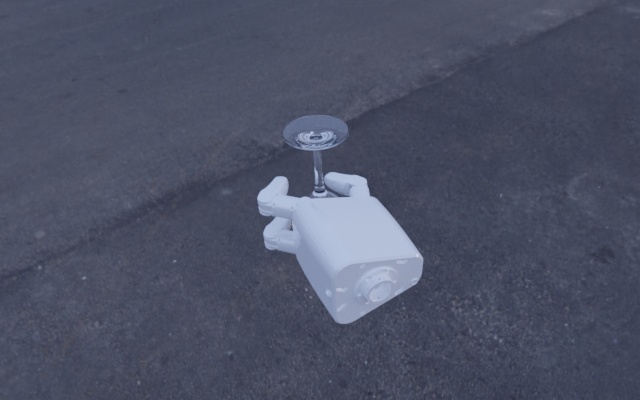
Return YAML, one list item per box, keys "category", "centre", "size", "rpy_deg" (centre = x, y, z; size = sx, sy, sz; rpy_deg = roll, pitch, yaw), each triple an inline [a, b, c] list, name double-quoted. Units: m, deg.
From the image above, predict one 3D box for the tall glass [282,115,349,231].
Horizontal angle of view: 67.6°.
- category: "tall glass"
  centre: [0.000, 0.001, 0.588]
  size: [0.079, 0.201, 0.079]
  rpy_deg: [-2, 38, 2]
